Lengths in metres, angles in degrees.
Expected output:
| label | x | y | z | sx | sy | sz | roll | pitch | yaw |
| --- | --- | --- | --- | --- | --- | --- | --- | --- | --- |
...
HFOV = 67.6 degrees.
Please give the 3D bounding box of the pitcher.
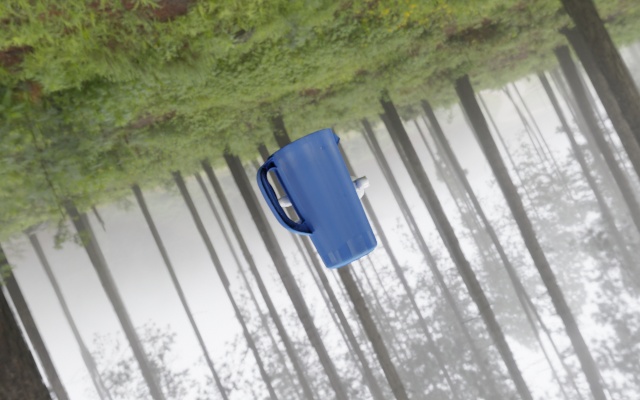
| label | x | y | z | sx | sy | sz | roll | pitch | yaw |
| --- | --- | --- | --- | --- | --- | --- | --- | --- | --- |
| pitcher | 0.000 | 0.003 | 0.884 | 0.149 | 0.243 | 0.145 | -26 | -2 | 17 |
